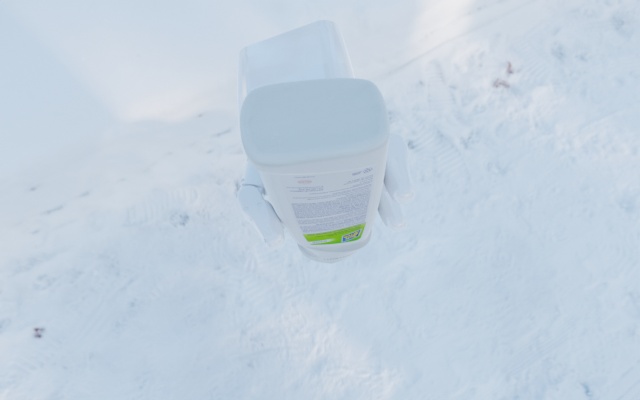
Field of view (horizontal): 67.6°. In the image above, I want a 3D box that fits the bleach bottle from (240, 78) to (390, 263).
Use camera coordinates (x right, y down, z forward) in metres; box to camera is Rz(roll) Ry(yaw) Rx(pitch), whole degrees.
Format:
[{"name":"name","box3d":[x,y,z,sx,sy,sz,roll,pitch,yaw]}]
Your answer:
[{"name":"bleach bottle","box3d":[0.000,0.001,0.422,0.102,0.068,0.251,-7,-27,-2]}]
